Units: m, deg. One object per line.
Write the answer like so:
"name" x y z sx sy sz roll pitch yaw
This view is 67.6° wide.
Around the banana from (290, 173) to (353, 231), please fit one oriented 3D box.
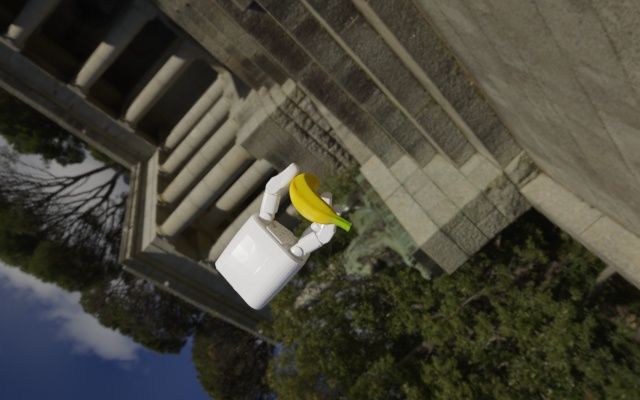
"banana" -0.014 -0.005 0.697 0.070 0.037 0.197 31 12 -23
